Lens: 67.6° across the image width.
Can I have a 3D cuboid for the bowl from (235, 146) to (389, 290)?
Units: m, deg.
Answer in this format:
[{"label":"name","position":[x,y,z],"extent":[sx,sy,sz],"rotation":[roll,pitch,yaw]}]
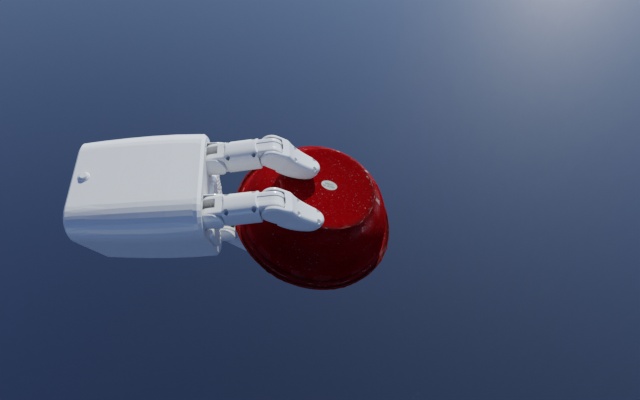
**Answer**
[{"label":"bowl","position":[0.001,0.001,0.463],"extent":[0.162,0.162,0.055],"rotation":[0,-33,-18]}]
